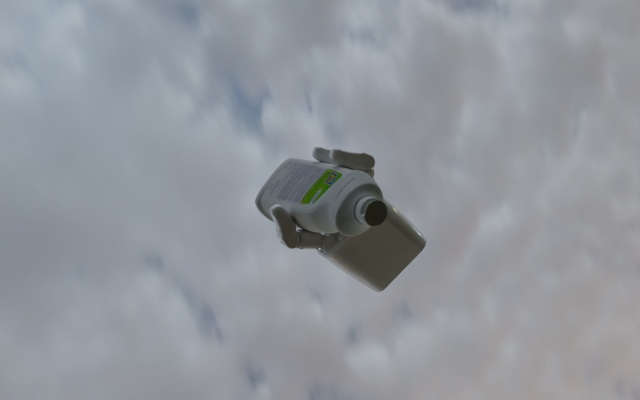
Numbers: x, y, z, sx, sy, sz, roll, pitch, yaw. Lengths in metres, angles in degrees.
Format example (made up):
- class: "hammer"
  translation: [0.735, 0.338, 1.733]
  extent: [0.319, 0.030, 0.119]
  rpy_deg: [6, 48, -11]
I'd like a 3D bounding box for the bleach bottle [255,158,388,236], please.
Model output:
- class: "bleach bottle"
  translation: [0.000, 0.002, 0.607]
  extent: [0.068, 0.102, 0.251]
  rpy_deg: [39, -9, -25]
